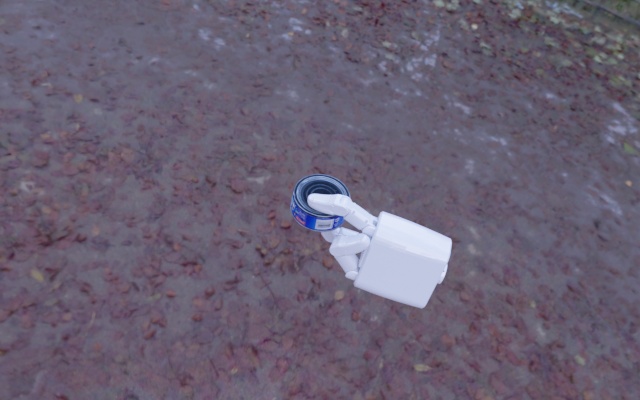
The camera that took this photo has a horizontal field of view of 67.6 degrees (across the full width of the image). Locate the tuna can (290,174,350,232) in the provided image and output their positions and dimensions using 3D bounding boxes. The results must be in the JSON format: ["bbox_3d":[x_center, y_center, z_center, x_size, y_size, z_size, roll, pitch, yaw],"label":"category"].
[{"bbox_3d":[0.000,0.002,0.695,0.086,0.086,0.034,0,-41,-10],"label":"tuna can"}]
